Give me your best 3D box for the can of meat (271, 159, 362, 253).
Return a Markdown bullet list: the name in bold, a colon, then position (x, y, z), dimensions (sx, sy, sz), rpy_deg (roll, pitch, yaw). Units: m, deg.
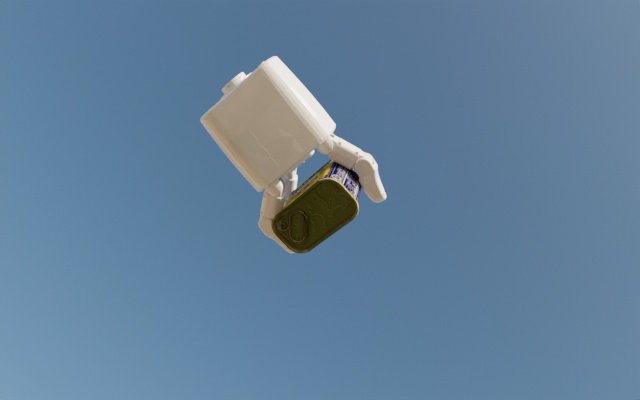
- **can of meat**: position (0.000, 0.002, 0.560), dimensions (0.102, 0.057, 0.084), rpy_deg (-38, 12, 24)
